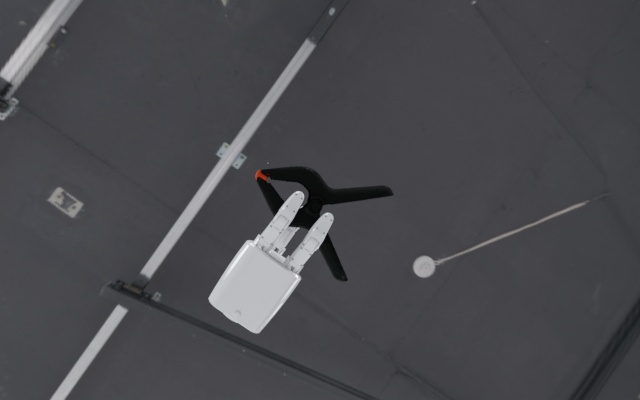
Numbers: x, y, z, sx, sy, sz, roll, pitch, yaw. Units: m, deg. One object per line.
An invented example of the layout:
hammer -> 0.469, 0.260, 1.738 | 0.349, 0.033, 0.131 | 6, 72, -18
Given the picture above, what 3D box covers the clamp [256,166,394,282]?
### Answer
clamp -> -0.001, 0.002, 0.734 | 0.210, 0.164, 0.036 | 36, -6, -8
